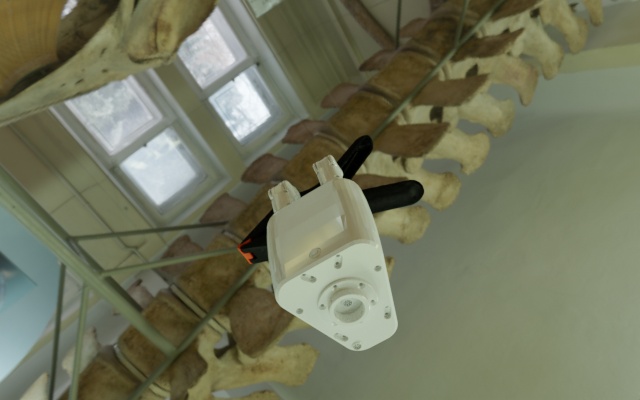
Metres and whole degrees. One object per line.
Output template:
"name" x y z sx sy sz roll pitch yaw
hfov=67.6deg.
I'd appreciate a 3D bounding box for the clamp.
"clamp" 0.000 0.003 0.548 0.210 0.036 0.164 -29 28 8
